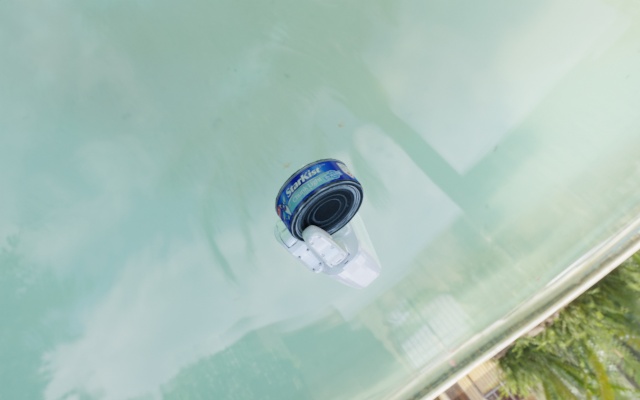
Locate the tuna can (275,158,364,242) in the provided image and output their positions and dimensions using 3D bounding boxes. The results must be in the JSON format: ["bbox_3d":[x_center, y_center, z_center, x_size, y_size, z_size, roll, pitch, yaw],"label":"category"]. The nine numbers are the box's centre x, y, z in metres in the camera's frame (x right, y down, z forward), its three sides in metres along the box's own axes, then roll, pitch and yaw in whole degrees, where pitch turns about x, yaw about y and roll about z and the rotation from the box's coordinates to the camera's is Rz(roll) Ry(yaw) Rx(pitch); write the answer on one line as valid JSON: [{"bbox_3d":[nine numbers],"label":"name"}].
[{"bbox_3d":[0.000,0.002,0.475,0.086,0.086,0.033,0,42,-43],"label":"tuna can"}]
